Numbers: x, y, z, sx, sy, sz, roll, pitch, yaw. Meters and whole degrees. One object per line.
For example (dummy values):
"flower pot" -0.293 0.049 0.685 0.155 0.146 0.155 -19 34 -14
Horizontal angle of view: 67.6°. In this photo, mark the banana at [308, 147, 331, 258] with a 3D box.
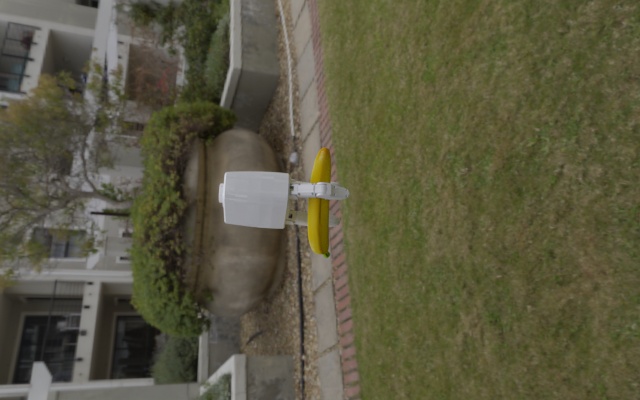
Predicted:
"banana" -0.001 0.009 0.818 0.037 0.198 0.069 2 8 4
